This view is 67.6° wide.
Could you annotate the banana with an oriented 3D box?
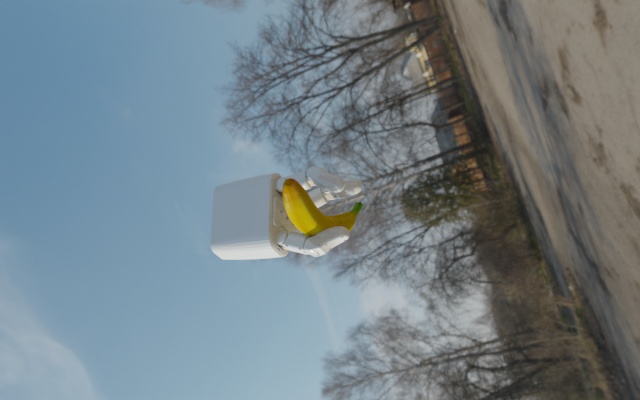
[{"bbox_3d":[-0.001,0.021,0.650,0.037,0.069,0.198,5,-6,30],"label":"banana"}]
